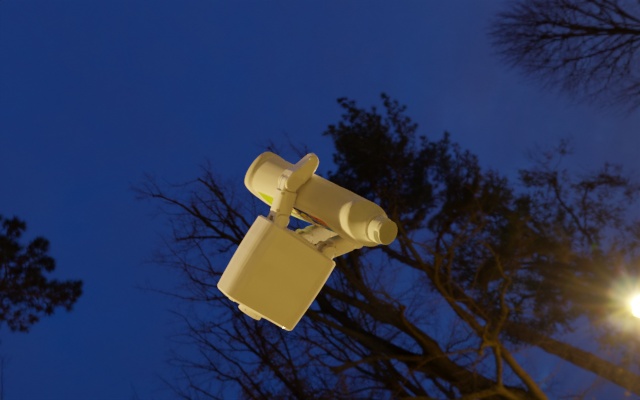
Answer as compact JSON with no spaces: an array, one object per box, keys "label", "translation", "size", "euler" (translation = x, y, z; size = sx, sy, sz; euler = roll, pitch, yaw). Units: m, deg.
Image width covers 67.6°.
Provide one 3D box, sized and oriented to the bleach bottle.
[{"label":"bleach bottle","translation":[0.000,0.002,0.629],"size":[0.103,0.068,0.250],"euler":[39,-10,-37]}]
